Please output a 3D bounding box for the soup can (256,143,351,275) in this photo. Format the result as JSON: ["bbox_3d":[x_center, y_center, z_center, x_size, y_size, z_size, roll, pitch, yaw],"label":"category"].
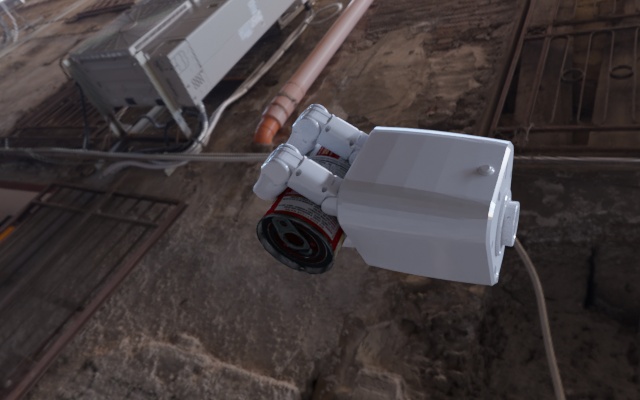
[{"bbox_3d":[0.000,0.001,0.404,0.068,0.068,0.102,0,43,35],"label":"soup can"}]
